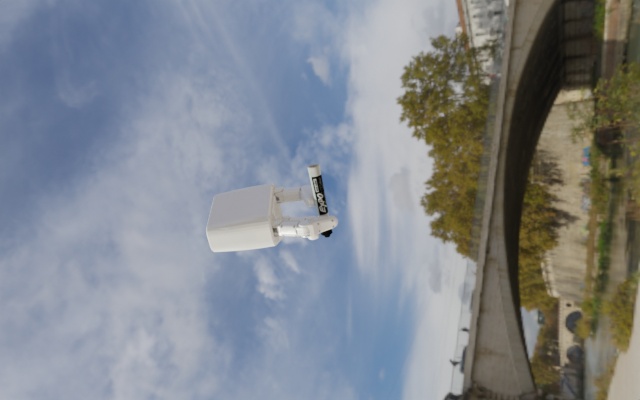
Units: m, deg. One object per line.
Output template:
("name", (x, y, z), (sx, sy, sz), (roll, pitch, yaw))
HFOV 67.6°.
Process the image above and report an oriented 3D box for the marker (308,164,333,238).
("marker", (0.000, 0.002, 0.745), (0.020, 0.121, 0.020), (-10, 21, 4))
